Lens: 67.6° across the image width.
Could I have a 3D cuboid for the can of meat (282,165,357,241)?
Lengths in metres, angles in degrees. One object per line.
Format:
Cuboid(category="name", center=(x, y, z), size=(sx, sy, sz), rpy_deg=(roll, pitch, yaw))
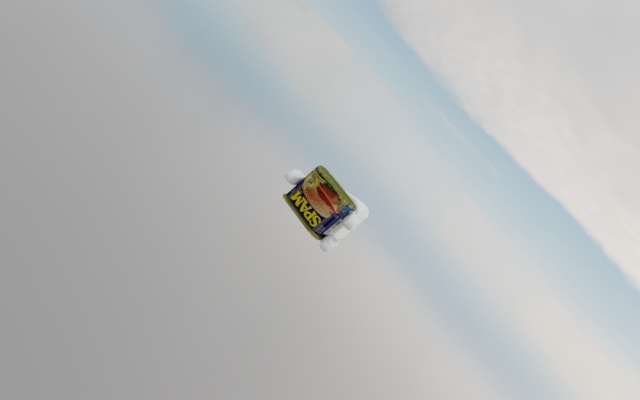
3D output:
Cuboid(category="can of meat", center=(0.000, 0.002, 0.809), size=(0.084, 0.102, 0.057), rpy_deg=(-41, -19, 10))
